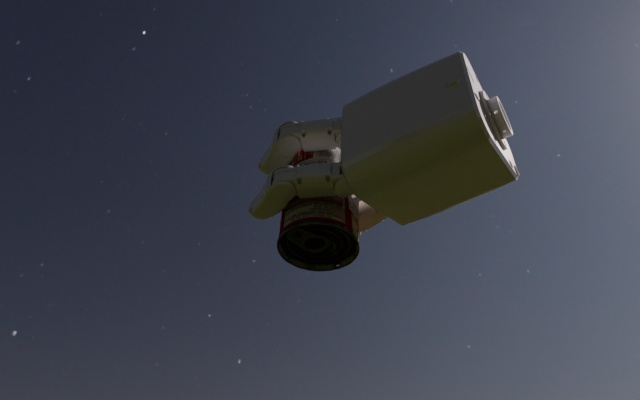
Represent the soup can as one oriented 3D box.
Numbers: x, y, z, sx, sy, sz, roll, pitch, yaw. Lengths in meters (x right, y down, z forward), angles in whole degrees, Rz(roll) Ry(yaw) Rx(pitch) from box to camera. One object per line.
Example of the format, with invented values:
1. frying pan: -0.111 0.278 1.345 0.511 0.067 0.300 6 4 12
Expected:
1. soup can: 0.000 0.001 0.423 0.068 0.102 0.069 2 -40 1
